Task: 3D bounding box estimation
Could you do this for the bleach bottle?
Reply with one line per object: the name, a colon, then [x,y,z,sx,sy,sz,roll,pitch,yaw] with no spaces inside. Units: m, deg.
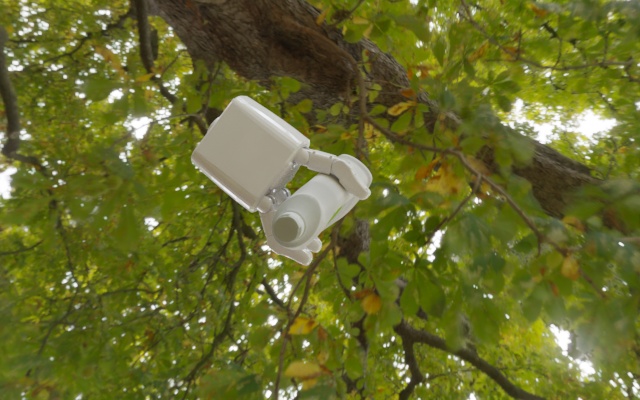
bleach bottle: [0.000,0.002,0.612,0.068,0.102,0.251,39,17,5]
